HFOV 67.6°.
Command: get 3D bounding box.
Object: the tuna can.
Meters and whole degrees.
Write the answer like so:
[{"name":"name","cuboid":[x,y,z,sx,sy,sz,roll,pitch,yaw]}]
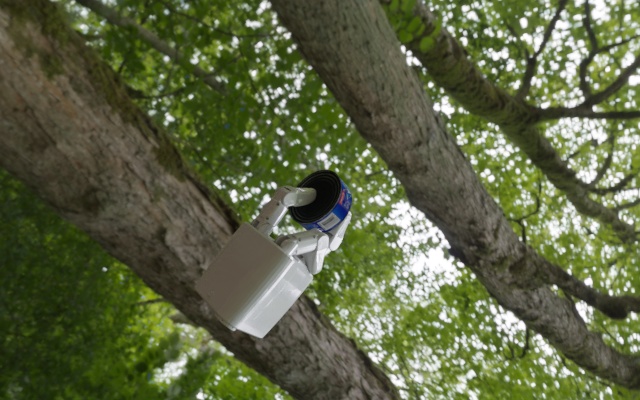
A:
[{"name":"tuna can","cuboid":[0.000,0.002,0.658,0.086,0.086,0.034,0,-31,39]}]
